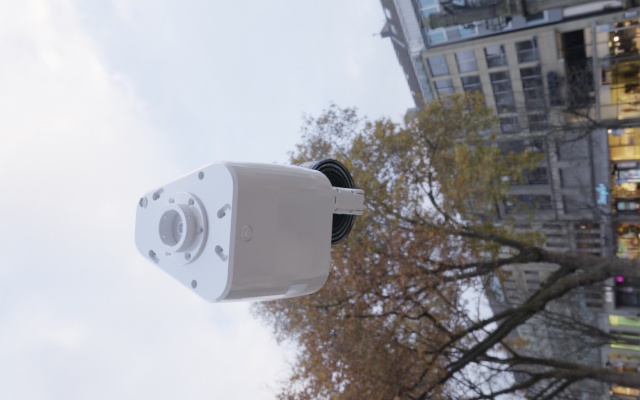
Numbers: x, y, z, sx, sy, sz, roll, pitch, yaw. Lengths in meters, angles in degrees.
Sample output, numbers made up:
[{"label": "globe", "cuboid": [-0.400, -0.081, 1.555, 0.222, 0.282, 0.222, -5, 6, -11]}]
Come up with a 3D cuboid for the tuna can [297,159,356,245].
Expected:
[{"label": "tuna can", "cuboid": [0.000, 0.002, 0.486, 0.034, 0.086, 0.086, -1, -1, 38]}]
